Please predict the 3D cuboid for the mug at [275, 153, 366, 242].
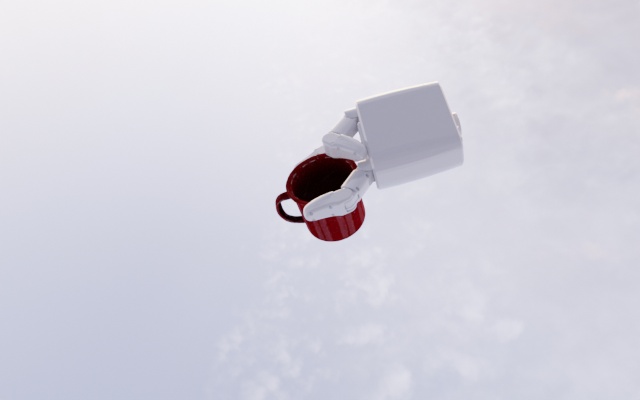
[{"bbox_3d":[-0.001,0.003,0.616,0.117,0.093,0.082,-15,-46,7],"label":"mug"}]
